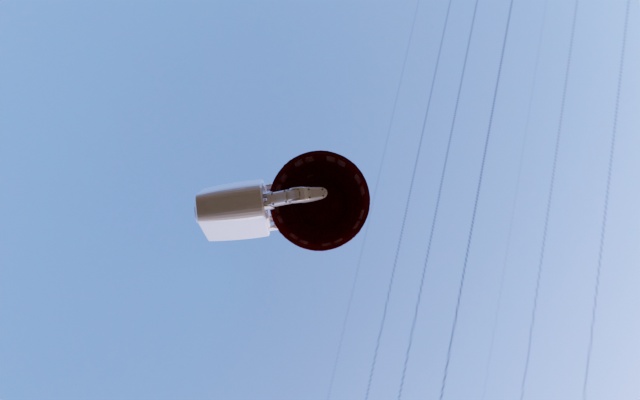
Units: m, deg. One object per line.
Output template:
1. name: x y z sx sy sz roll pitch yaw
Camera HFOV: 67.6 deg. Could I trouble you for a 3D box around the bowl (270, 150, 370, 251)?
1. bowl: 0.001 0.003 0.782 0.162 0.162 0.055 0 -7 5
